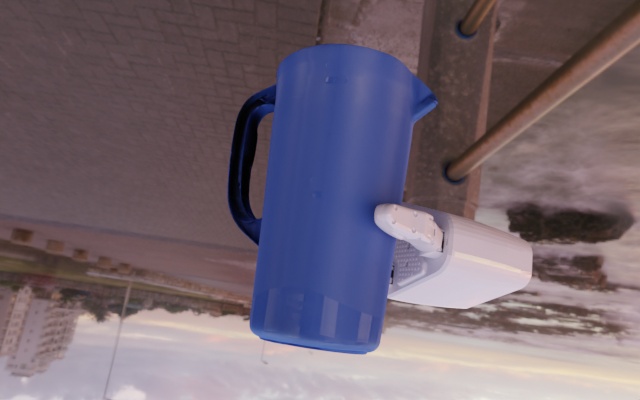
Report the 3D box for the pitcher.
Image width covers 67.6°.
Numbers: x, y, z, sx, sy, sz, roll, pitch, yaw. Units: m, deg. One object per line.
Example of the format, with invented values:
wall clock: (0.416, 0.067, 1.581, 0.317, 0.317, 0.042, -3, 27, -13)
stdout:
pitcher: (0.000, 0.001, 0.421, 0.145, 0.242, 0.149, 15, -15, -26)
